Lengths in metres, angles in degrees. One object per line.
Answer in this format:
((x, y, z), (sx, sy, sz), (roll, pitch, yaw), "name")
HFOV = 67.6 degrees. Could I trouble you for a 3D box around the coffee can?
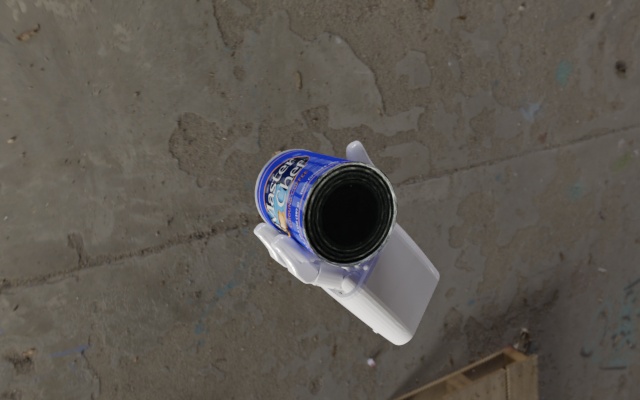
((0.000, 0.001, 0.511), (0.103, 0.103, 0.140), (0, 10, -26), "coffee can")
